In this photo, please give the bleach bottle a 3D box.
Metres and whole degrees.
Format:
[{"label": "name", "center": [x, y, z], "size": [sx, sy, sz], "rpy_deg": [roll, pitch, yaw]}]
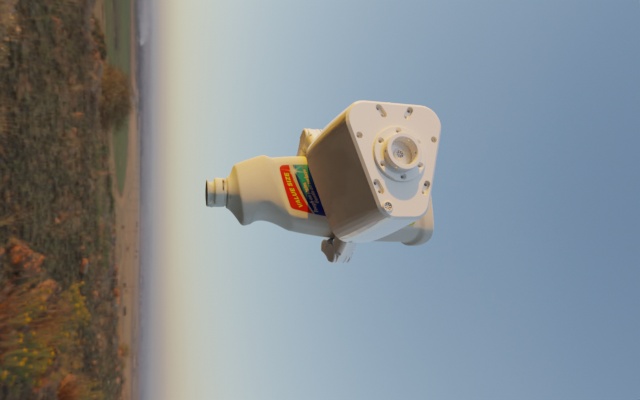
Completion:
[{"label": "bleach bottle", "center": [0.000, 0.002, 0.537], "size": [0.251, 0.102, 0.068], "rpy_deg": [1, -13, -19]}]
